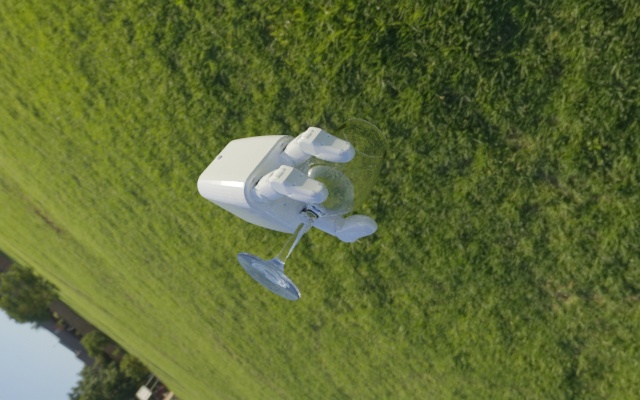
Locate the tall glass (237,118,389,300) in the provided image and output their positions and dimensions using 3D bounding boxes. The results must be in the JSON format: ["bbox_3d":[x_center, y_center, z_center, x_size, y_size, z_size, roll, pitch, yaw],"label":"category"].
[{"bbox_3d":[0.000,0.002,0.507,0.079,0.201,0.079,28,-27,15],"label":"tall glass"}]
